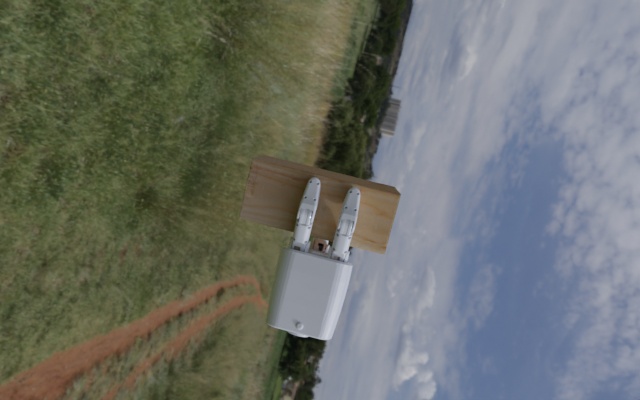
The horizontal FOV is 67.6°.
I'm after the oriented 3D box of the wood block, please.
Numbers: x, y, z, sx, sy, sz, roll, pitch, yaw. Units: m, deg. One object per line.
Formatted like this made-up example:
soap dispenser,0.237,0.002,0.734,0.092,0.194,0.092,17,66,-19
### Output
wood block,0.000,0.003,0.690,0.206,0.090,0.091,14,8,1
